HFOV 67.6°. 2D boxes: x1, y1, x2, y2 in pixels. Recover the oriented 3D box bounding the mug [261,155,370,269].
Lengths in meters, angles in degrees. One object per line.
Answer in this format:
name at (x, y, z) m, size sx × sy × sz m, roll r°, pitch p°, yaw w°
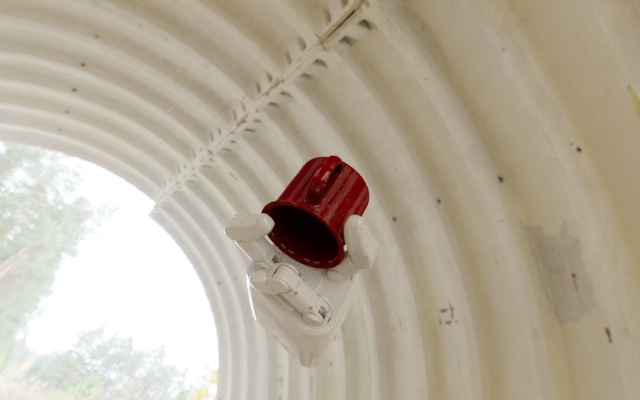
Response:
mug at (0.000, 0.000, 0.480) m, size 0.093 × 0.081 × 0.117 m, roll 24°, pitch -38°, yaw 13°
